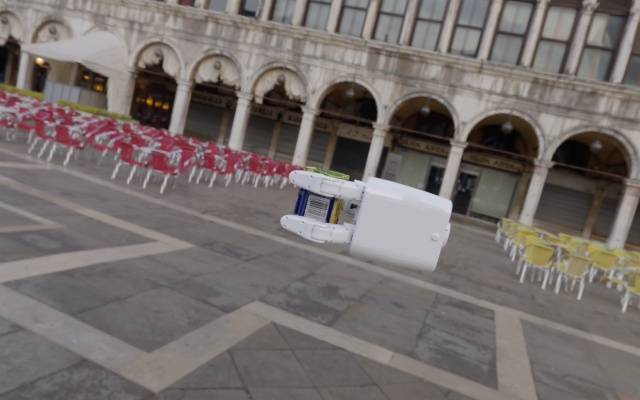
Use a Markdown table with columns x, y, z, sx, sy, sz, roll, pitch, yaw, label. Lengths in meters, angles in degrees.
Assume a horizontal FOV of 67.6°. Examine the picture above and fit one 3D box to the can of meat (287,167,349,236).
| x | y | z | sx | sy | sz | roll | pitch | yaw | label |
| --- | --- | --- | --- | --- | --- | --- | --- | --- | --- |
| 0.000 | 0.002 | 0.628 | 0.057 | 0.084 | 0.102 | 15 | 6 | 8 | can of meat |
